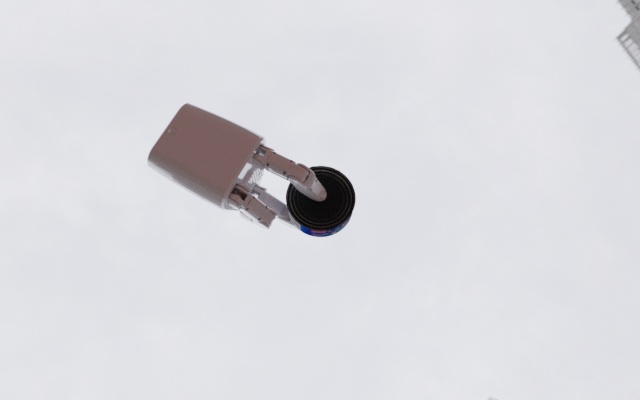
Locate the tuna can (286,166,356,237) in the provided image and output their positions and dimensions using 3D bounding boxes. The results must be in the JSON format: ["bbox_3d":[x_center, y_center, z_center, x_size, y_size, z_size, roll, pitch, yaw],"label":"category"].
[{"bbox_3d":[0.000,0.002,0.598,0.086,0.086,0.034,0,-21,-1],"label":"tuna can"}]
